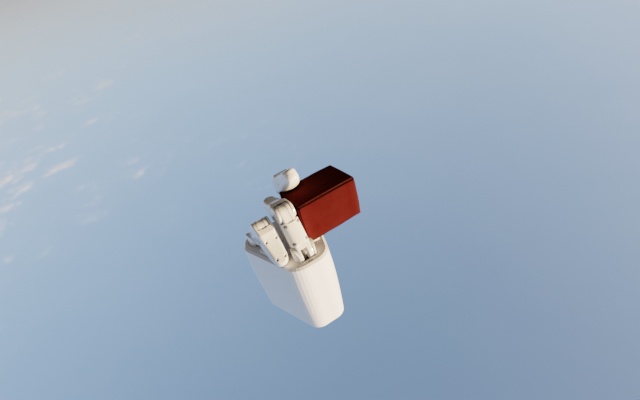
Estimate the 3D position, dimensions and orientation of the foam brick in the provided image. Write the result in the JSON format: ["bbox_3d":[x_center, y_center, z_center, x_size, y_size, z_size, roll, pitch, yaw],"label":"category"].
[{"bbox_3d":[0.000,0.002,0.574,0.078,0.051,0.053,-29,34,-18],"label":"foam brick"}]
